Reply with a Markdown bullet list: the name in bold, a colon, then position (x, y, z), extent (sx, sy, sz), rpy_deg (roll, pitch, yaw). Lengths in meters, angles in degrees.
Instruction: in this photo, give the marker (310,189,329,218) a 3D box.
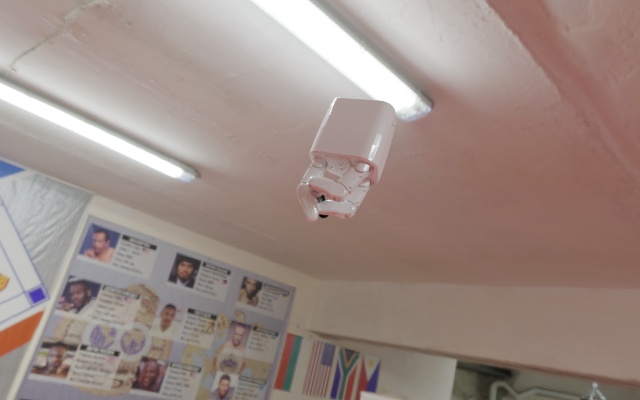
- **marker**: position (0.000, 0.003, 0.763), extent (0.020, 0.020, 0.121), rpy_deg (0, -21, 6)
